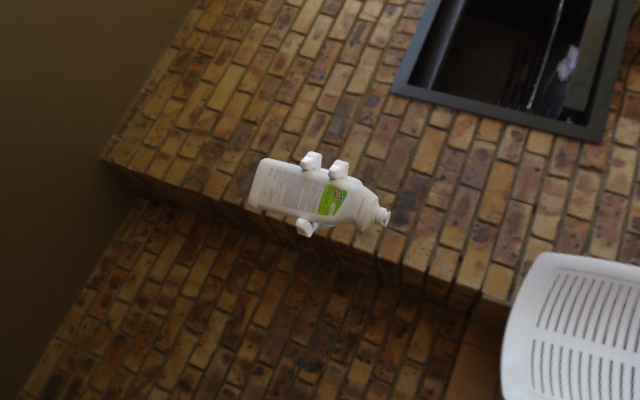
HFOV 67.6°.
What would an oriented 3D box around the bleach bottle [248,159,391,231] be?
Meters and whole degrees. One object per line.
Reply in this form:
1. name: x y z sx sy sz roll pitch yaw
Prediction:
1. bleach bottle: 0.000 0.003 0.860 0.251 0.102 0.068 18 7 17
